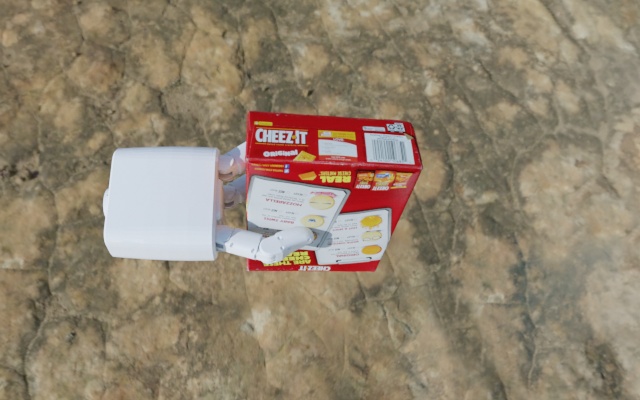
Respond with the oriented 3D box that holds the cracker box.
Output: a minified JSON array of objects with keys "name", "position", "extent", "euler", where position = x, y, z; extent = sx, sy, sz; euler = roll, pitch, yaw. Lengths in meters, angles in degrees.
[{"name":"cracker box","position":[0.000,0.002,0.528],"extent":[0.164,0.072,0.214],"euler":[2,-35,-7]}]
